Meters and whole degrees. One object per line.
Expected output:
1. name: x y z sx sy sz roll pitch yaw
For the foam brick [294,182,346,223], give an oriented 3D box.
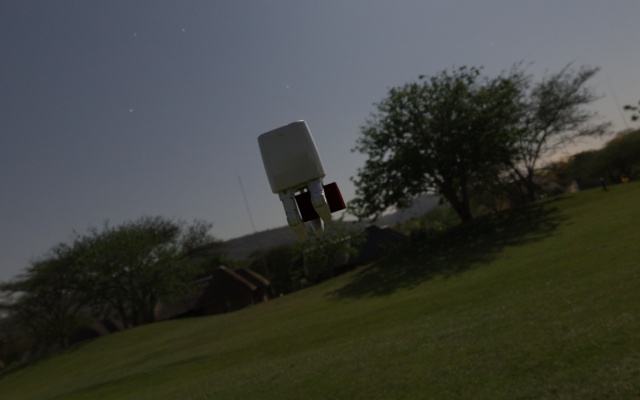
1. foam brick: 0.000 0.003 0.853 0.078 0.051 0.053 -19 -2 6
